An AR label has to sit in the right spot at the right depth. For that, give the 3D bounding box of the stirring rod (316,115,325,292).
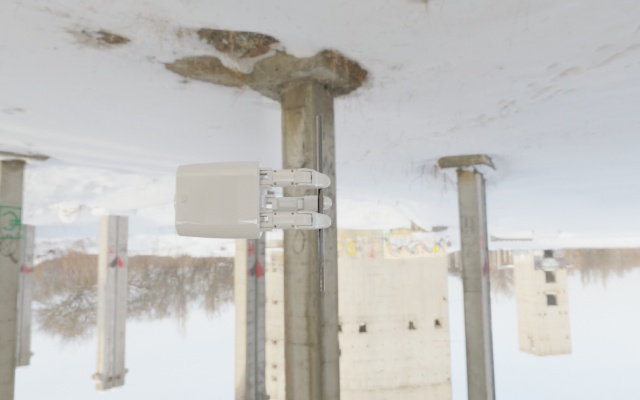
[{"bbox_3d":[0.000,0.002,0.652,0.011,0.239,0.011,-1,-6,0],"label":"stirring rod"}]
